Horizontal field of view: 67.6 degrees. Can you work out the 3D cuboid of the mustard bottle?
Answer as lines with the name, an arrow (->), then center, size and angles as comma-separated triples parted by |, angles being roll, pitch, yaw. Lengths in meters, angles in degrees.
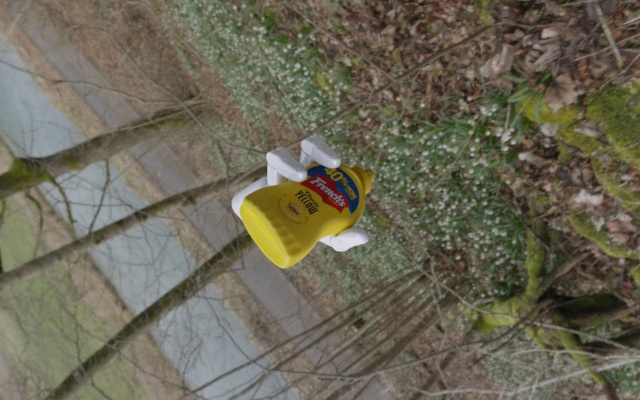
mustard bottle -> 0.000, 0.002, 0.606 | 0.191, 0.096, 0.058 | -29, -19, -35
